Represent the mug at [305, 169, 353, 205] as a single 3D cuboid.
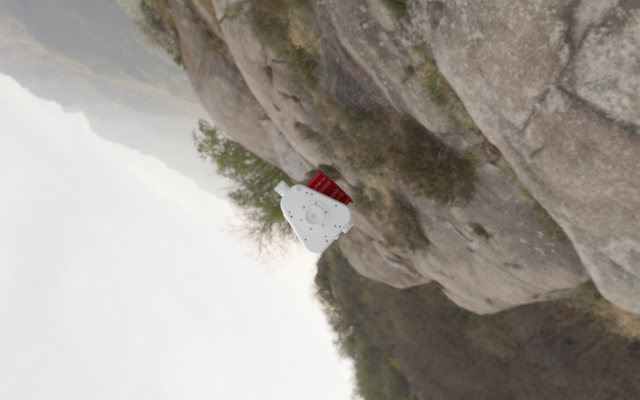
[{"bbox_3d":[0.000,0.003,0.900,0.093,0.081,0.117,42,-2,3],"label":"mug"}]
